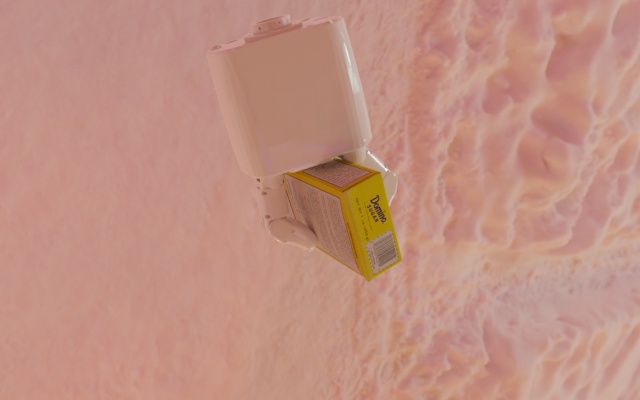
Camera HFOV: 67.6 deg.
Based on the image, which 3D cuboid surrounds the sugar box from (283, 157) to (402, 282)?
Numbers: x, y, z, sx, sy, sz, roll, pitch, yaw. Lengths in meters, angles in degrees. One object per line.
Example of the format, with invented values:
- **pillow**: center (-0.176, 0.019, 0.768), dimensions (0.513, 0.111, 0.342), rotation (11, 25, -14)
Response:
- **sugar box**: center (0.001, 0.001, 0.466), dimensions (0.048, 0.093, 0.176), rotation (-27, 28, -20)
